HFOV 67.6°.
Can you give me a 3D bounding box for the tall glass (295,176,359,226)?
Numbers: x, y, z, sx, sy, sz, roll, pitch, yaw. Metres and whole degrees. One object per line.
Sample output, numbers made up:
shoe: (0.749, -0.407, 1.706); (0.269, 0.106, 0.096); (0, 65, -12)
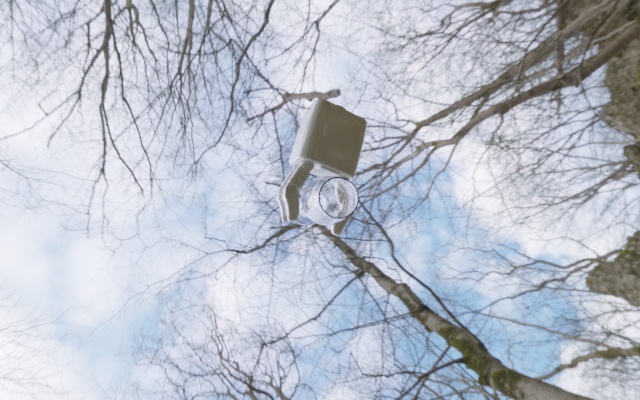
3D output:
tall glass: (0.000, 0.003, 0.790); (0.079, 0.079, 0.201); (0, -3, -16)
